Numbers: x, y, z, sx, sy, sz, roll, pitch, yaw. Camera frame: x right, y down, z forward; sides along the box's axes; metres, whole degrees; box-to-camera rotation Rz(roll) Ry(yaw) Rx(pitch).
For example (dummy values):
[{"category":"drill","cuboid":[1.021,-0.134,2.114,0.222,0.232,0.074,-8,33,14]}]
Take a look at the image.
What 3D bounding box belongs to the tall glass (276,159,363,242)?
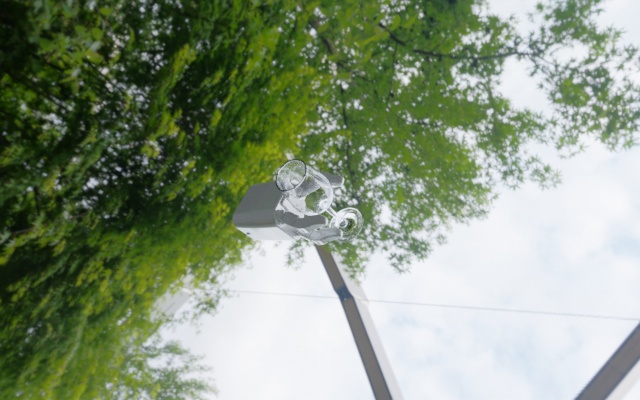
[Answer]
[{"category":"tall glass","cuboid":[0.001,0.003,0.866,0.079,0.079,0.201,0,-27,34]}]
